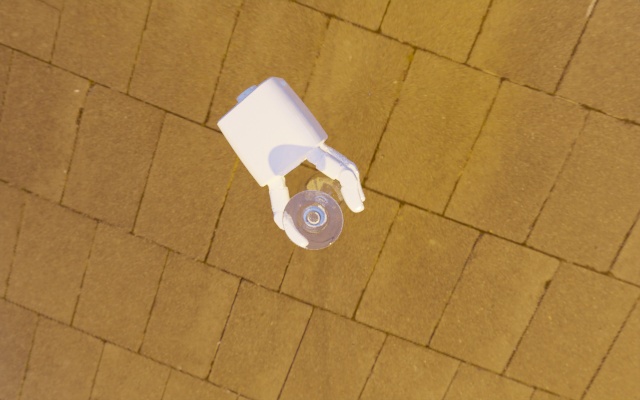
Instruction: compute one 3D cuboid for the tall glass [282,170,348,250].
[{"bbox_3d":[0.000,0.003,0.671,0.079,0.079,0.201,0,12,6],"label":"tall glass"}]
